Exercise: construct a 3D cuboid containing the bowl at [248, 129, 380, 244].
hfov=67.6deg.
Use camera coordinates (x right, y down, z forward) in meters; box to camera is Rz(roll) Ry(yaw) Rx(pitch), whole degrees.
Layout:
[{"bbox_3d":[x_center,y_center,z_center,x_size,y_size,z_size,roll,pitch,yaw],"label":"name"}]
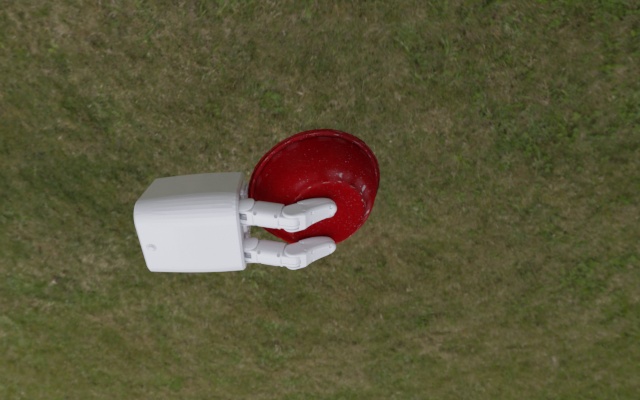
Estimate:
[{"bbox_3d":[0.001,0.002,0.548,0.162,0.162,0.055,0,36,-17],"label":"bowl"}]
